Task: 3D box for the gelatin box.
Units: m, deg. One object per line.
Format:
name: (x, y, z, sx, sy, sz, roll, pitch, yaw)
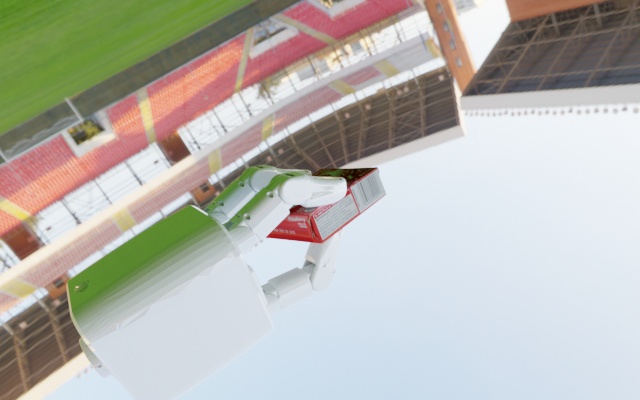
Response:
gelatin box: (0.000, 0.002, 0.411, 0.089, 0.030, 0.073, -34, 23, -35)
